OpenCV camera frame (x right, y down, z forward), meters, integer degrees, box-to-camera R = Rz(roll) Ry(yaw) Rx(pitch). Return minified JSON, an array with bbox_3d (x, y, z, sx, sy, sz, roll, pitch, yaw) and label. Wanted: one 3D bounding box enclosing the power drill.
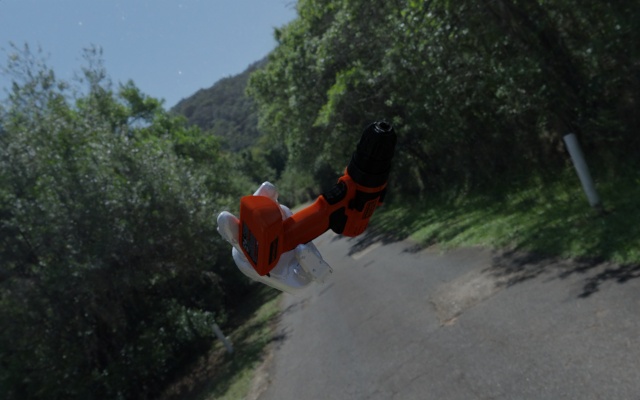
[{"bbox_3d":[0.000,0.002,0.555,0.187,0.185,0.057,-22,55,-28],"label":"power drill"}]
